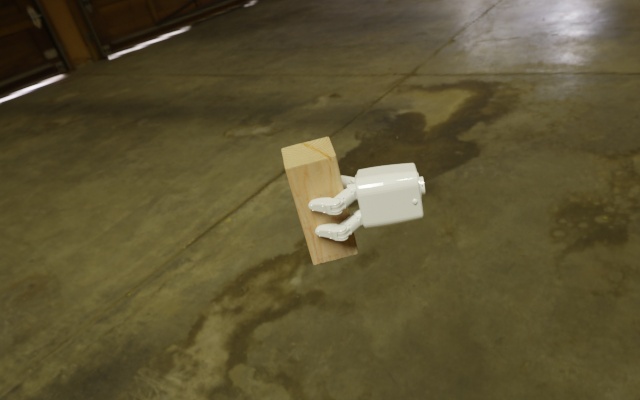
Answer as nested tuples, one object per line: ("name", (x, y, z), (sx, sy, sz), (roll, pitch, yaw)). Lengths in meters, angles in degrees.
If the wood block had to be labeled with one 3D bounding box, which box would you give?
("wood block", (0.000, 0.002, 0.870), (0.090, 0.206, 0.090), (-15, 30, 0))
